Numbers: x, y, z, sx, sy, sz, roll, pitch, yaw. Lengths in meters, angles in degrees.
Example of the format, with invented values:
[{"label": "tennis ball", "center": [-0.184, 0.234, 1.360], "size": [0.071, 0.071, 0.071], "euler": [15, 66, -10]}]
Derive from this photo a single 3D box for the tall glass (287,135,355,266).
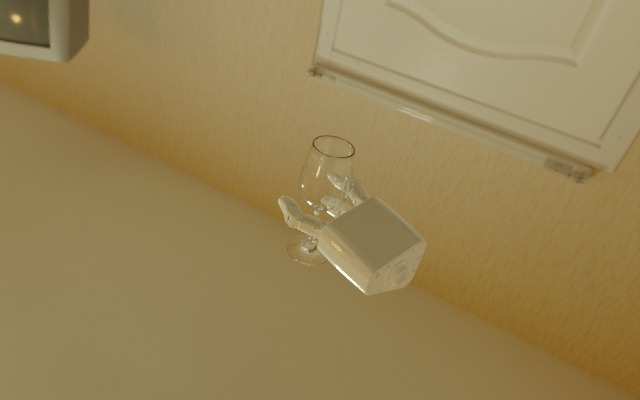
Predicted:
[{"label": "tall glass", "center": [0.000, 0.003, 0.731], "size": [0.079, 0.201, 0.079], "euler": [9, 35, -6]}]
